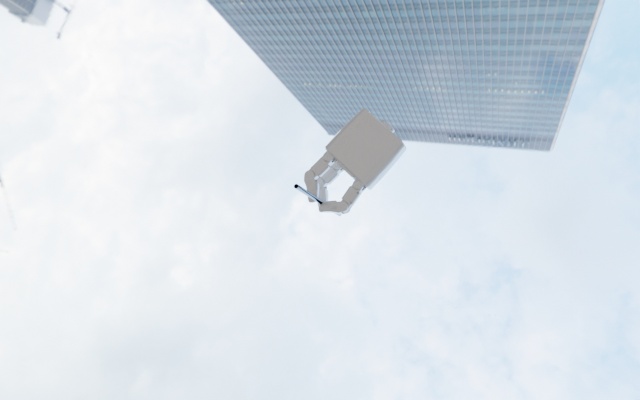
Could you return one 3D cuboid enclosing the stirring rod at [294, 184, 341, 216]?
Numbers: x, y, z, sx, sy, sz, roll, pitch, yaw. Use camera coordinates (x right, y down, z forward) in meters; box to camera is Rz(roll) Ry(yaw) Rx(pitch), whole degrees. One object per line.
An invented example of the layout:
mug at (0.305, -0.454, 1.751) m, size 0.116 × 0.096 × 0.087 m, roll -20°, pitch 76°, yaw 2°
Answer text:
stirring rod at (0.000, 0.003, 0.896) m, size 0.011 × 0.011 × 0.239 m, roll 0°, pitch -13°, yaw 20°
